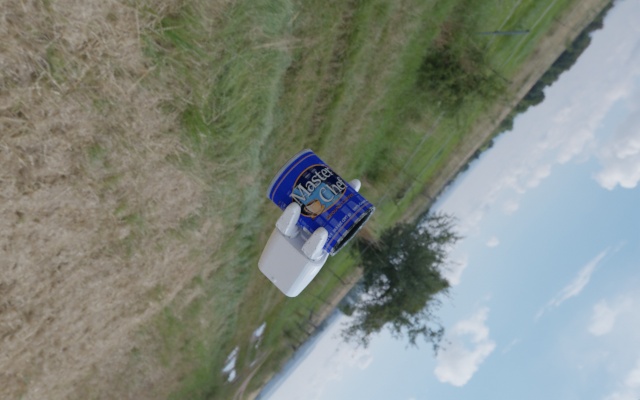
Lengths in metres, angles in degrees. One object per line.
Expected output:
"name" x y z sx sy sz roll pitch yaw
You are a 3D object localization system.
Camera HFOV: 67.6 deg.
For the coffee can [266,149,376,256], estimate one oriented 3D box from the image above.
"coffee can" 0.000 0.002 0.747 0.140 0.103 0.103 42 10 11
